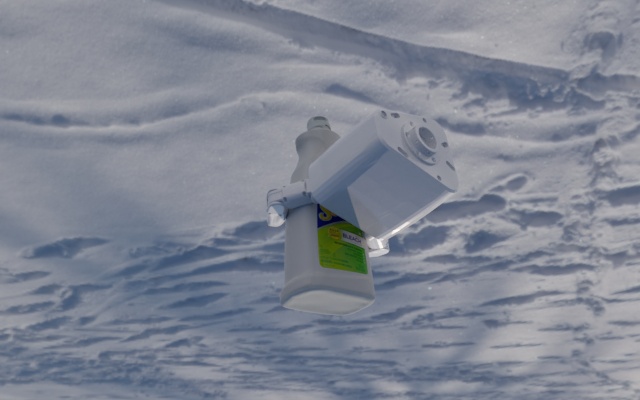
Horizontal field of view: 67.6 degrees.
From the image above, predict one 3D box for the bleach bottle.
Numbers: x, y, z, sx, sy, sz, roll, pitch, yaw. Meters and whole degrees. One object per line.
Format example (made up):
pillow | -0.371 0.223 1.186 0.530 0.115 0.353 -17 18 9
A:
bleach bottle | 0.000 0.002 0.561 0.102 0.250 0.068 17 -38 -32
